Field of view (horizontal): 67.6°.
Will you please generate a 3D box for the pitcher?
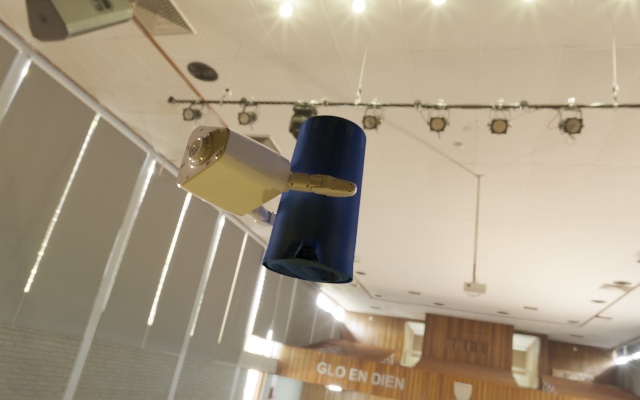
[{"bbox_3d":[0.000,0.002,0.735,0.145,0.242,0.149,27,-25,-37],"label":"pitcher"}]
